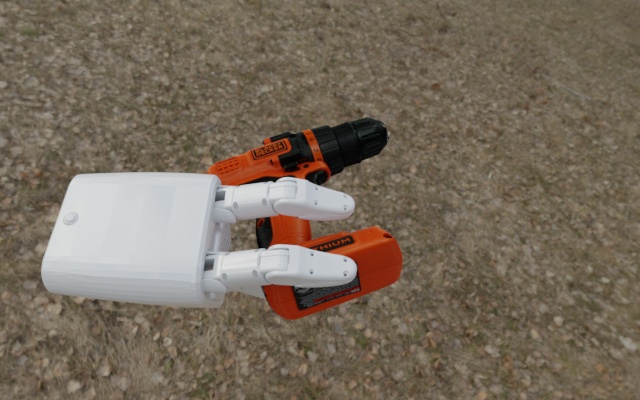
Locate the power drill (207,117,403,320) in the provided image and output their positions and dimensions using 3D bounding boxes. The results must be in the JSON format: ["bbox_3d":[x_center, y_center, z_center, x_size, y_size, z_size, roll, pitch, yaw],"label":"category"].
[{"bbox_3d":[0.000,0.002,0.419,0.184,0.057,0.187,-20,40,-5],"label":"power drill"}]
